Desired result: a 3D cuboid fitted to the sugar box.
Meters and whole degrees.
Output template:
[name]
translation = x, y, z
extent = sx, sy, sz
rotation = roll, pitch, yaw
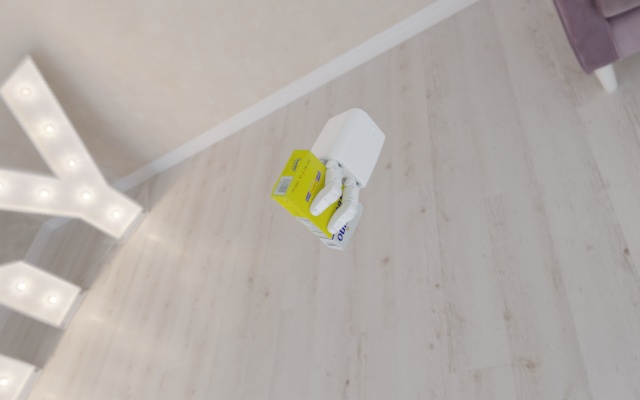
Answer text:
[sugar box]
translation = 0.001, 0.002, 0.805
extent = 0.048, 0.093, 0.176
rotation = 6, -27, 46
